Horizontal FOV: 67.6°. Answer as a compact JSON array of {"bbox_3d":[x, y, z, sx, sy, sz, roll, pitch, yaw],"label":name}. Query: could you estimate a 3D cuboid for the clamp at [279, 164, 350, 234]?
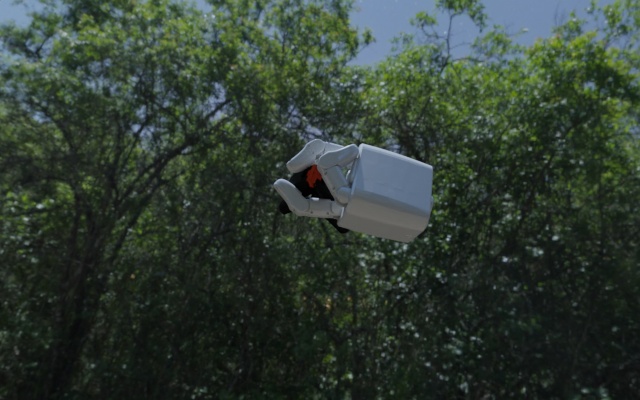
[{"bbox_3d":[0.000,0.002,0.712,0.120,0.039,0.171,16,-20,-3],"label":"clamp"}]
